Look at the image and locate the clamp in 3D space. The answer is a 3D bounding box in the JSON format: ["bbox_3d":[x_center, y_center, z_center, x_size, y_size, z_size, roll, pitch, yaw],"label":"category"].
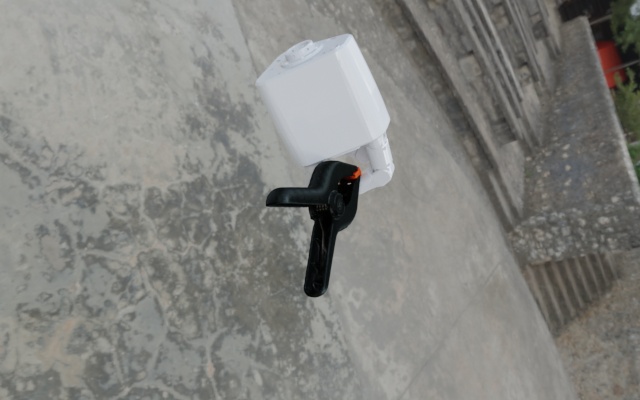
[{"bbox_3d":[0.001,0.002,0.503,0.039,0.120,0.171,-3,38,24],"label":"clamp"}]
